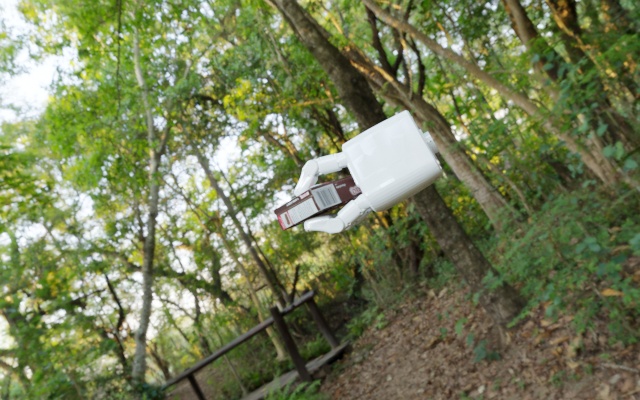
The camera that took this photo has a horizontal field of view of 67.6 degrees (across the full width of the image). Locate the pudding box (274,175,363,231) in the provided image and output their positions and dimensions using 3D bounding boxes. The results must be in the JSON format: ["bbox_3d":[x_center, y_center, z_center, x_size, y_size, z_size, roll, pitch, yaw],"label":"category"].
[{"bbox_3d":[0.000,0.002,0.713,0.113,0.039,0.090,-17,-10,-47],"label":"pudding box"}]
